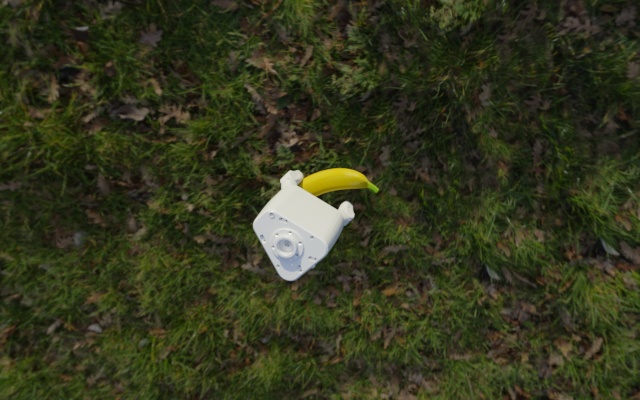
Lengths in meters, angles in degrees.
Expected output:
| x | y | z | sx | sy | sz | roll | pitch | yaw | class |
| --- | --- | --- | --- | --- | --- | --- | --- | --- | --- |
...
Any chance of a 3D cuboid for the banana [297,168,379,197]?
| x | y | z | sx | sy | sz | roll | pitch | yaw | class |
| --- | --- | --- | --- | --- | --- | --- | --- | --- | --- |
| -0.003 | -0.015 | 0.833 | 0.198 | 0.070 | 0.037 | -15 | 19 | 17 | banana |
